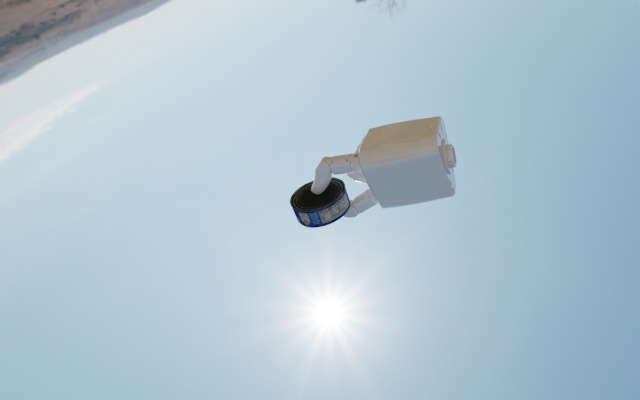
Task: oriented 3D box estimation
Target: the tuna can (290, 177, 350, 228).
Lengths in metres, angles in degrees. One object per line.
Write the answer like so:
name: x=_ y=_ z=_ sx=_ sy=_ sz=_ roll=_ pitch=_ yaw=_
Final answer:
tuna can: x=0.000 y=0.003 z=0.709 sx=0.086 sy=0.034 sz=0.086 roll=-15 pitch=31 yaw=9
